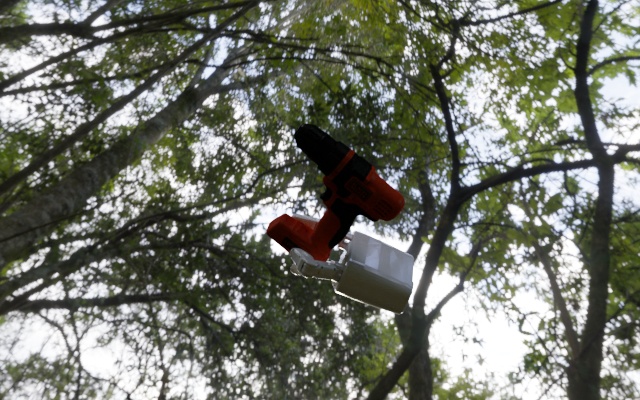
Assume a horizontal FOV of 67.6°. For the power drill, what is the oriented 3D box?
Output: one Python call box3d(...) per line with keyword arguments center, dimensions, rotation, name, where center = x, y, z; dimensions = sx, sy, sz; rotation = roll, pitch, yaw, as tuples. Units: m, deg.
box3d(center=(0.000, 0.003, 0.698), dimensions=(0.188, 0.184, 0.057), rotation=(-48, 4, 33), name="power drill")
